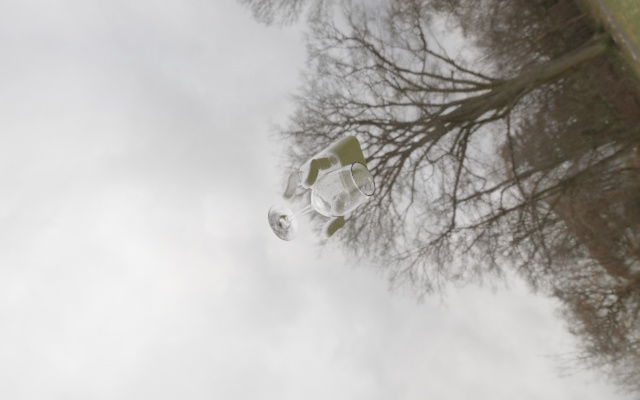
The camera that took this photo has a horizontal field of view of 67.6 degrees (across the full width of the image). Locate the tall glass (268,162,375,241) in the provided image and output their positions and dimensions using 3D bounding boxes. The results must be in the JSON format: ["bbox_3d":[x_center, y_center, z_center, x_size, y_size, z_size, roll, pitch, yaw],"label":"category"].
[{"bbox_3d":[0.000,0.003,0.838,0.201,0.079,0.079,-28,-18,37],"label":"tall glass"}]
